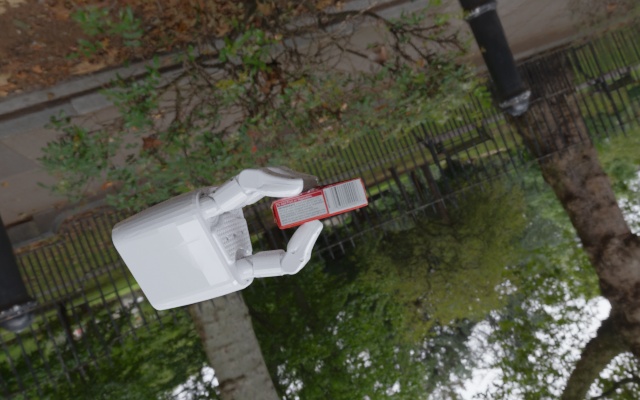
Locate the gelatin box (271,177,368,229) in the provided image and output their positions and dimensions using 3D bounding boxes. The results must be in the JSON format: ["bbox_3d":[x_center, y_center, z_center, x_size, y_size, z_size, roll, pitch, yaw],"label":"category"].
[{"bbox_3d":[0.001,0.002,0.477,0.089,0.030,0.073,-16,0,3],"label":"gelatin box"}]
